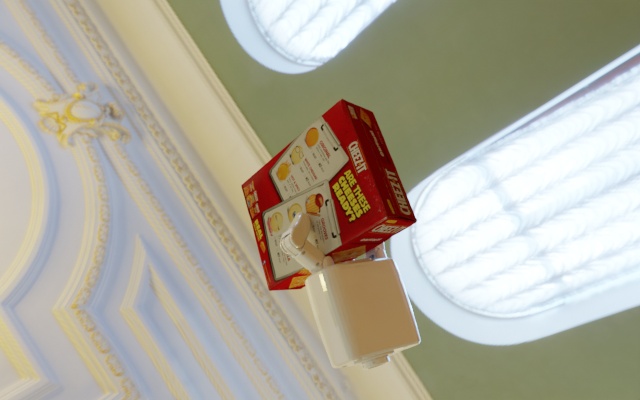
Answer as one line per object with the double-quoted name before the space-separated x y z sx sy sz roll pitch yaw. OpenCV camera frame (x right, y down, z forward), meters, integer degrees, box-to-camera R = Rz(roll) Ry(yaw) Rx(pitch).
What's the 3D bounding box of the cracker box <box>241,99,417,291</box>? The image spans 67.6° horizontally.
"cracker box" 0.000 0.002 0.619 0.072 0.164 0.214 8 -34 -46
